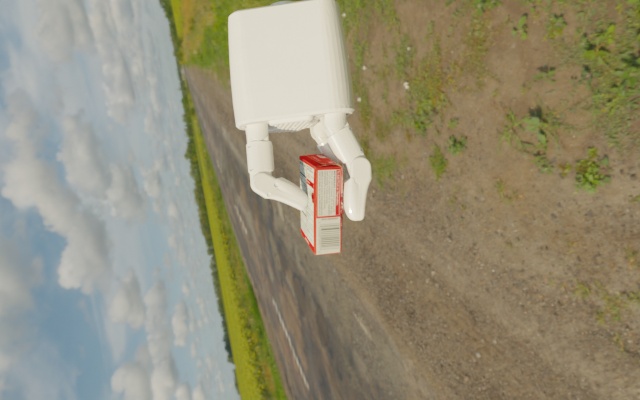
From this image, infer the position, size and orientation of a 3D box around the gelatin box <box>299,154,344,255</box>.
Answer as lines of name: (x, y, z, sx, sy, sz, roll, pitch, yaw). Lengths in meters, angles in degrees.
gelatin box: (0.000, 0.002, 0.483, 0.030, 0.089, 0.073, -3, 13, -13)
